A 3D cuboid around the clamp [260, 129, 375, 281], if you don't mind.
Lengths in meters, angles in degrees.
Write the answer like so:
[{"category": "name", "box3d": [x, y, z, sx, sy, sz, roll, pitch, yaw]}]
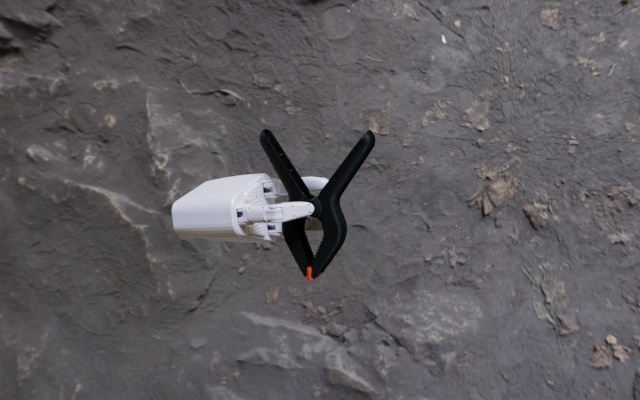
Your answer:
[{"category": "clamp", "box3d": [0.000, 0.003, 0.633, 0.164, 0.210, 0.036, -3, 6, 27]}]
